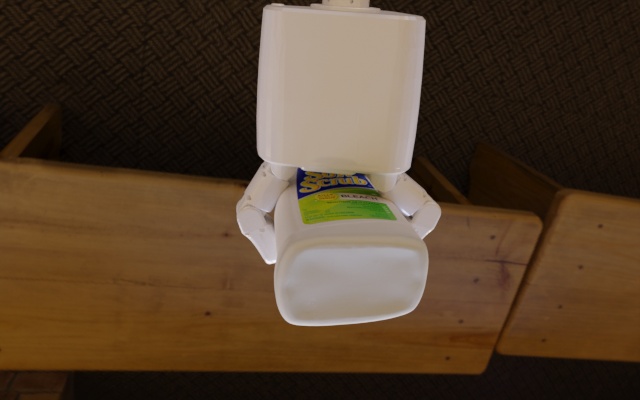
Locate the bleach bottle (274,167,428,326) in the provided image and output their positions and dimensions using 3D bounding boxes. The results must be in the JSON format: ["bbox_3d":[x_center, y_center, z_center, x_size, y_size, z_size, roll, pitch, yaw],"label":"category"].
[{"bbox_3d":[0.000,0.001,0.408,0.102,0.068,0.250,-1,24,-11],"label":"bleach bottle"}]
